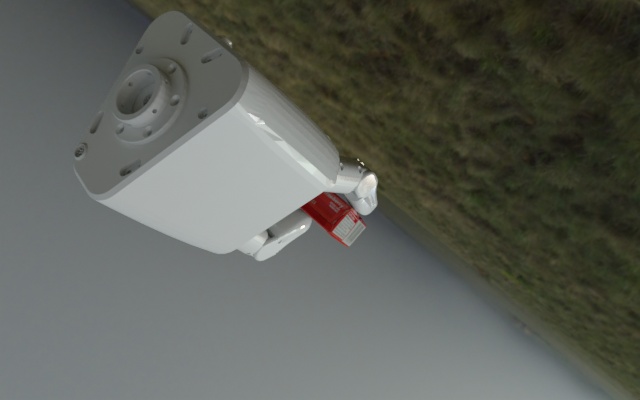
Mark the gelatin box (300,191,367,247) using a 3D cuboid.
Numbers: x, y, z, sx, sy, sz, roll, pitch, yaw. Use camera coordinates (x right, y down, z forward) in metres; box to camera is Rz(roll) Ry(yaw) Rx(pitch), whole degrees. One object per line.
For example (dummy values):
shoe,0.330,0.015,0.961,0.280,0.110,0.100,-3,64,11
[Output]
gelatin box,0.000,0.002,0.418,0.073,0.030,0.089,42,-1,19
